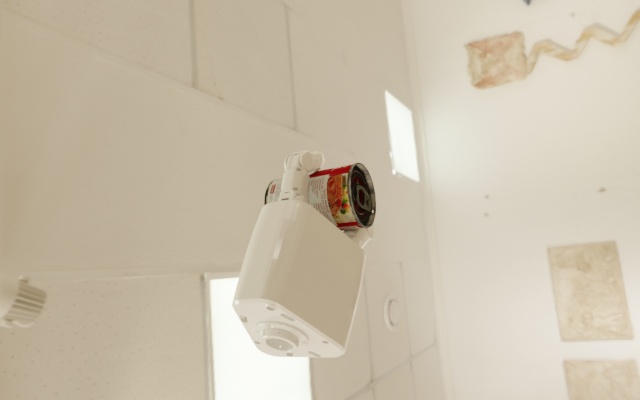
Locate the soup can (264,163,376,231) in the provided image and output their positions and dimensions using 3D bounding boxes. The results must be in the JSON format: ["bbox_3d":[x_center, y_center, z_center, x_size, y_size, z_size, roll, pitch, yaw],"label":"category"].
[{"bbox_3d":[0.000,0.001,0.512,0.102,0.068,0.068,-9,-4,27],"label":"soup can"}]
